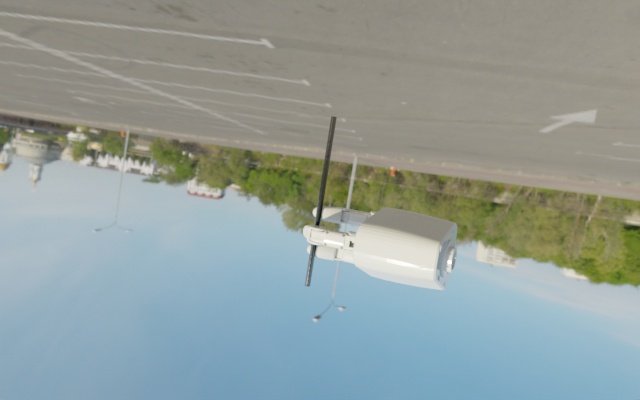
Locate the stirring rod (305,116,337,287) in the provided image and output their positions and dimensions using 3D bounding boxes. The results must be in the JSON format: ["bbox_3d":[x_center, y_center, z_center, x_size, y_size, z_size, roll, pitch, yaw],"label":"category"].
[{"bbox_3d":[0.000,0.002,0.671,0.011,0.239,0.011,9,2,0],"label":"stirring rod"}]
